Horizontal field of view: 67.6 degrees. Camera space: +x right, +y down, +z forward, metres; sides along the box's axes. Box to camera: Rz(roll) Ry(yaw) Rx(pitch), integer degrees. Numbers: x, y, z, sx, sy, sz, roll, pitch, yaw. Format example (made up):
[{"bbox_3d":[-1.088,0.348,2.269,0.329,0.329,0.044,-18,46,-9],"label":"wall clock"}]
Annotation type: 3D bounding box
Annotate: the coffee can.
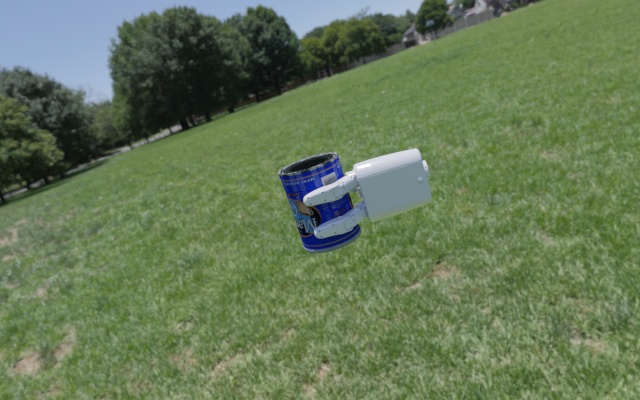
[{"bbox_3d":[0.000,0.003,0.795,0.103,0.140,0.102,-17,15,5],"label":"coffee can"}]
